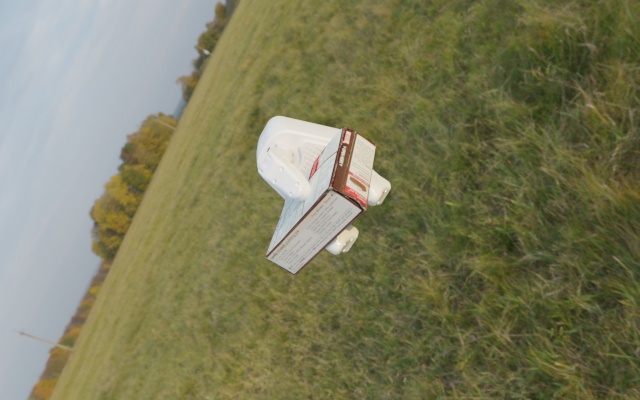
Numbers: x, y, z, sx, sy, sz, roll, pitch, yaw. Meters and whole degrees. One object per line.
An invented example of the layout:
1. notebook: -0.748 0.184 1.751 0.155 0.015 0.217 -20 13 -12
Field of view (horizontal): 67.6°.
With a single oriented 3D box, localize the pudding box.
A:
1. pudding box: 0.000 0.001 0.428 0.039 0.090 0.113 29 -49 -14
